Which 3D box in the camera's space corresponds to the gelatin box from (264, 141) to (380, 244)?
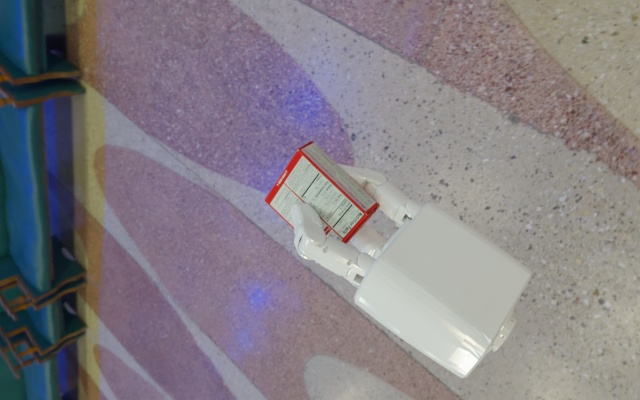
[{"bbox_3d":[0.000,0.001,0.448,0.030,0.089,0.073,-37,-12,-52],"label":"gelatin box"}]
